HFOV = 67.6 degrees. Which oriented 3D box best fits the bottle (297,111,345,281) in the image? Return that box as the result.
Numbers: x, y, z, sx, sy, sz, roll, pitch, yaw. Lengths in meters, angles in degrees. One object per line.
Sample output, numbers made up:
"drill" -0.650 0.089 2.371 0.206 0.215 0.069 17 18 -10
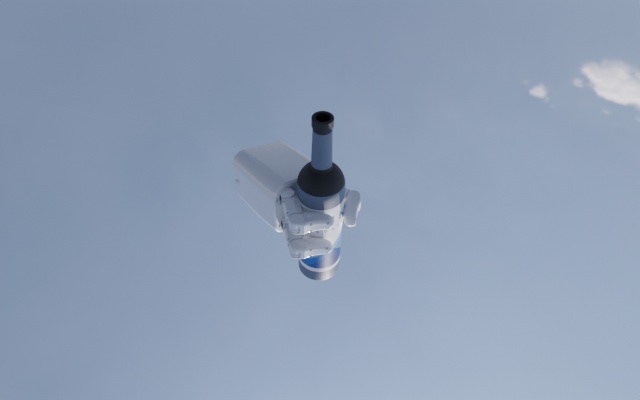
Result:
"bottle" 0.000 0.002 0.676 0.069 0.069 0.296 0 -44 -1
